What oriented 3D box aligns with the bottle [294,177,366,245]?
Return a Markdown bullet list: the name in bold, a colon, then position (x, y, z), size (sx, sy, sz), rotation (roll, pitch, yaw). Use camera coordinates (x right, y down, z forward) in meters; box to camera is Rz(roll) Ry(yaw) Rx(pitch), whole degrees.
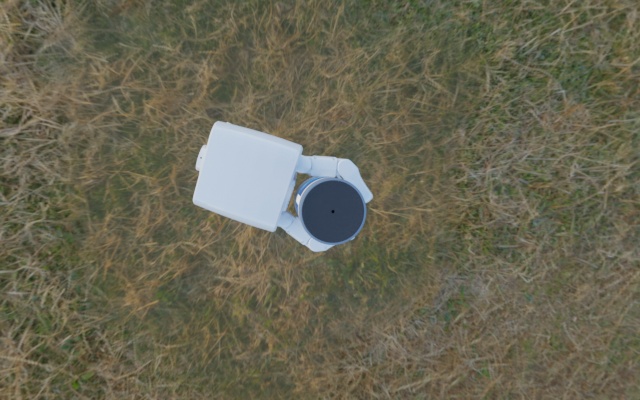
- **bottle**: position (0.000, 0.002, 0.614), size (0.069, 0.069, 0.295), rotation (0, 4, -5)
